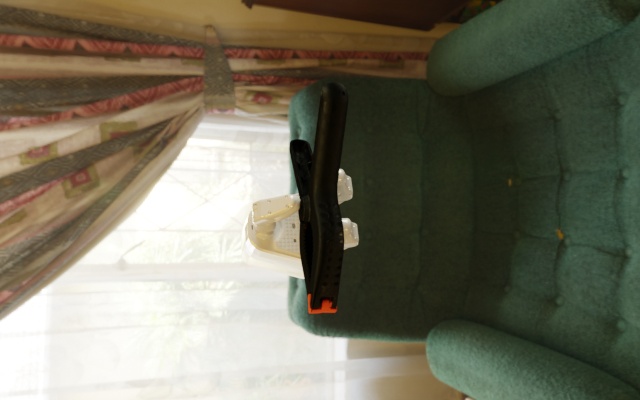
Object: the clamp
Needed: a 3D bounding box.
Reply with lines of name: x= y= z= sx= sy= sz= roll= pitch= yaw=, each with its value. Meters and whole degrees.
clamp: x=-0.001 y=0.002 z=0.470 sx=0.036 sy=0.210 sz=0.165 roll=1 pitch=-19 yaw=-14
